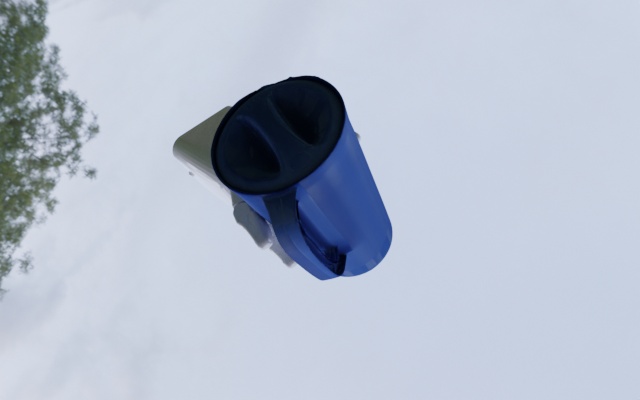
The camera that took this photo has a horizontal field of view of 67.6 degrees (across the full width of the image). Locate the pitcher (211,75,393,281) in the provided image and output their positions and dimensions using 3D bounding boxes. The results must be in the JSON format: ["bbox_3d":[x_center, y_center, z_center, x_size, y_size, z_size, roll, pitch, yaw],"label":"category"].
[{"bbox_3d":[0.000,0.002,0.514,0.145,0.149,0.243,28,-15,35],"label":"pitcher"}]
